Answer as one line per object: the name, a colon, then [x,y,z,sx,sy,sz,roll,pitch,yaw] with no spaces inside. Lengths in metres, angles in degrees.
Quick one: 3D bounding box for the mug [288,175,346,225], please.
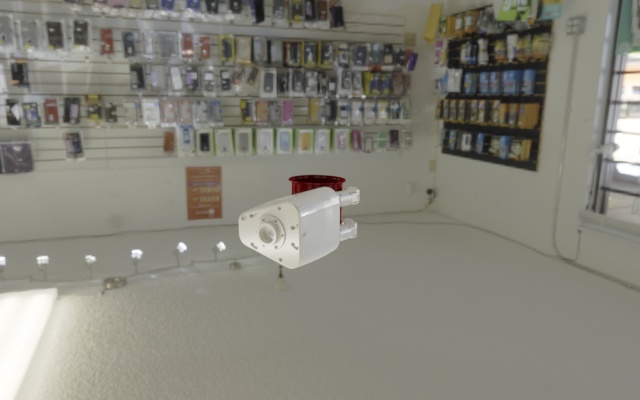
mug: [0.001,0.003,0.792,0.093,0.081,0.117,8,13,30]
